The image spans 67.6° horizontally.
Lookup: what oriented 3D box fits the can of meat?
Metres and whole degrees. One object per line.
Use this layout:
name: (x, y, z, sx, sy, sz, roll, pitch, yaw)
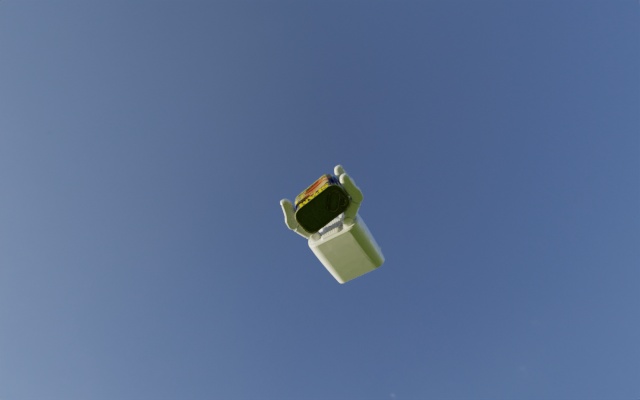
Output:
can of meat: (0.000, 0.003, 0.895, 0.102, 0.057, 0.084, -38, 19, 7)
